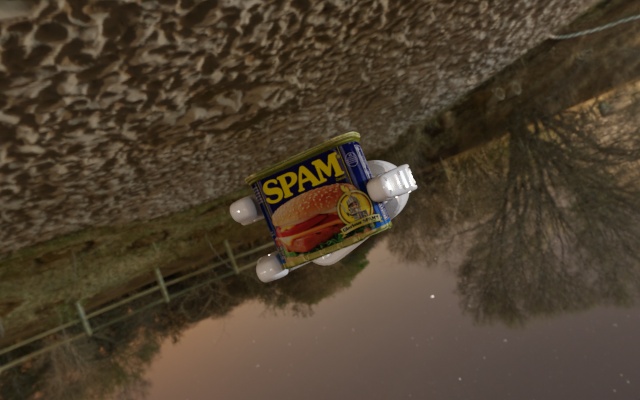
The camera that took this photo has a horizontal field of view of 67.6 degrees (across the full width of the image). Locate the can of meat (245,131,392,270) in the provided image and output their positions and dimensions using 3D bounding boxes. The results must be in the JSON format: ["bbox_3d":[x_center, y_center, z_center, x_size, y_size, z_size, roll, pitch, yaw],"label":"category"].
[{"bbox_3d":[0.000,0.002,0.403,0.102,0.084,0.057,-22,-2,14],"label":"can of meat"}]
